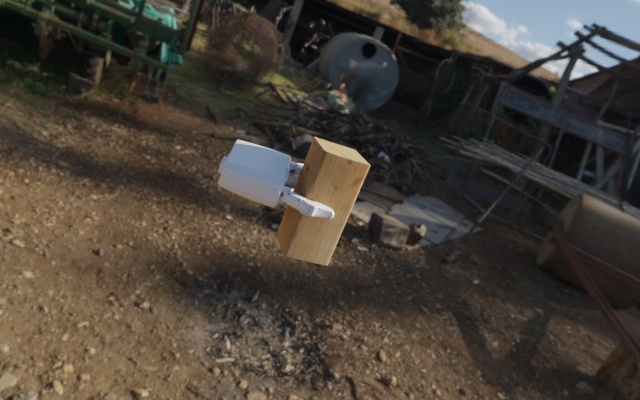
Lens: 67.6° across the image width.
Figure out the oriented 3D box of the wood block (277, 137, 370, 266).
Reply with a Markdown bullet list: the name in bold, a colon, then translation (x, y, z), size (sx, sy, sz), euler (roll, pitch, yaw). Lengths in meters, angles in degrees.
- **wood block**: translation (0.000, 0.003, 0.874), size (0.090, 0.206, 0.090), euler (15, 19, -20)
